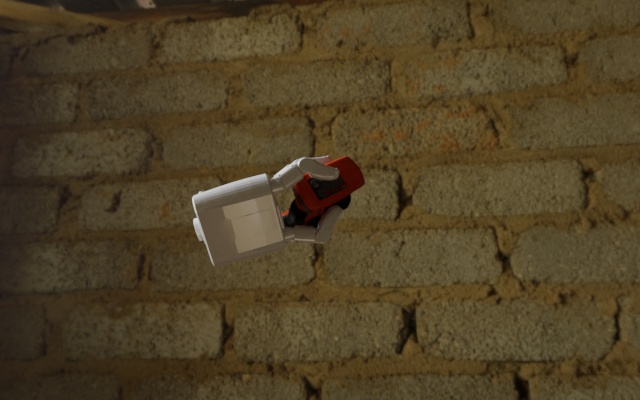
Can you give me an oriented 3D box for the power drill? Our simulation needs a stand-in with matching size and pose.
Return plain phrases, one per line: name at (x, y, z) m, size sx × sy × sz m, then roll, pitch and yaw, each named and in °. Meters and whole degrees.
power drill at (0.000, 0.002, 0.763) m, size 0.184 × 0.057 × 0.188 m, roll -29°, pitch -12°, yaw -28°
